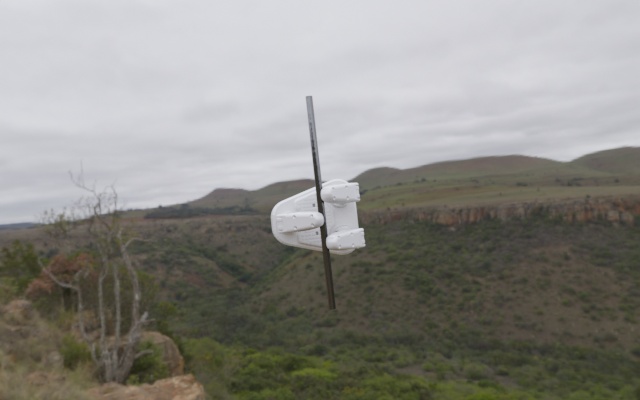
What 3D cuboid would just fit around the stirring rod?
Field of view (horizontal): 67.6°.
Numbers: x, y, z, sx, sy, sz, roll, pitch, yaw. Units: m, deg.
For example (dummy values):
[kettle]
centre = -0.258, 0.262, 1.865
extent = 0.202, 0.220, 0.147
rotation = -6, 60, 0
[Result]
[stirring rod]
centre = 0.000, 0.002, 0.537
extent = 0.011, 0.239, 0.011
rotation = -6, -2, 0
